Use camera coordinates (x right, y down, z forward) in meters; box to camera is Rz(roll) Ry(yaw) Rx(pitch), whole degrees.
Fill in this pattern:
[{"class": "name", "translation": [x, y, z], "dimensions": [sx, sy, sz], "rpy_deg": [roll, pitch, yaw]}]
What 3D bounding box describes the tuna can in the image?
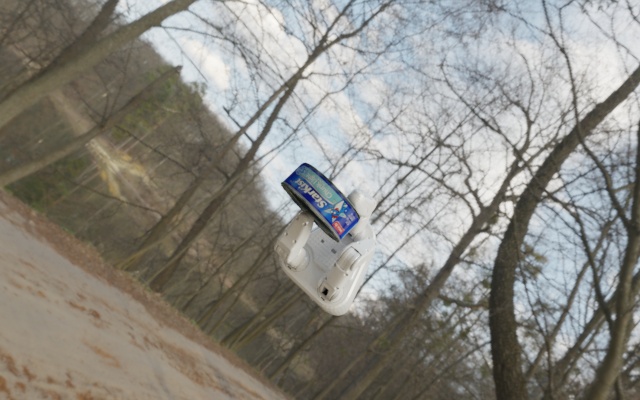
[{"class": "tuna can", "translation": [0.000, 0.001, 0.492], "dimensions": [0.034, 0.086, 0.086], "rpy_deg": [-44, 7, -7]}]
